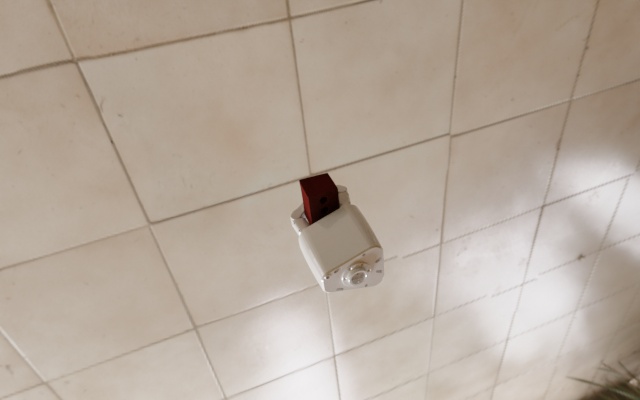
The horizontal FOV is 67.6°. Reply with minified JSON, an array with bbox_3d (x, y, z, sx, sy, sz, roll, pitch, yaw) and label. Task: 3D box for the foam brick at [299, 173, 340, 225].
[{"bbox_3d":[0.000,0.002,0.803,0.053,0.078,0.051,-17,40,-11],"label":"foam brick"}]
